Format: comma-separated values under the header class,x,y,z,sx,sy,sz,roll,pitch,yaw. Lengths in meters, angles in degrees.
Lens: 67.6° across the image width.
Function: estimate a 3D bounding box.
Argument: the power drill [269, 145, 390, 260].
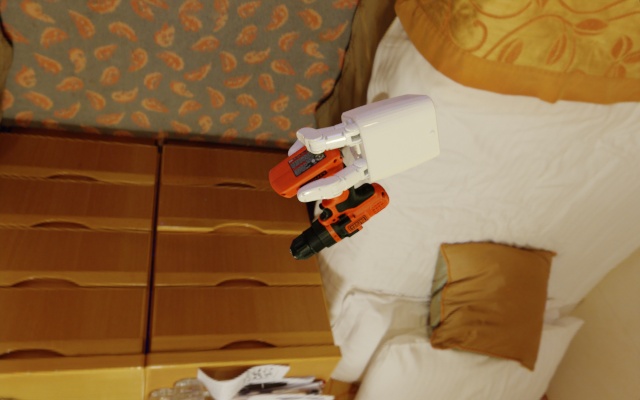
class,x,y,z,sx,sy,sz,roll,pitch,yaw
power drill,0.000,0.002,0.722,0.184,0.057,0.188,-36,-39,4
